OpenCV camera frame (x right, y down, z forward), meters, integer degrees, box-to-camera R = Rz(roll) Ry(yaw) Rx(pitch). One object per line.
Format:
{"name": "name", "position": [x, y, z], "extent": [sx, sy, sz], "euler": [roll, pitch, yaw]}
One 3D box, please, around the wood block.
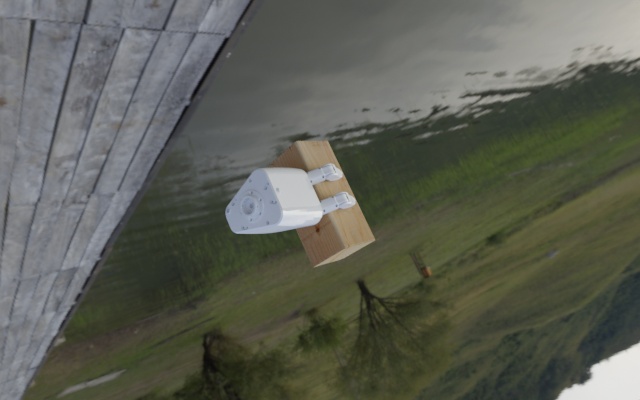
{"name": "wood block", "position": [0.000, 0.003, 0.862], "extent": [0.090, 0.206, 0.091], "euler": [-9, -21, -48]}
